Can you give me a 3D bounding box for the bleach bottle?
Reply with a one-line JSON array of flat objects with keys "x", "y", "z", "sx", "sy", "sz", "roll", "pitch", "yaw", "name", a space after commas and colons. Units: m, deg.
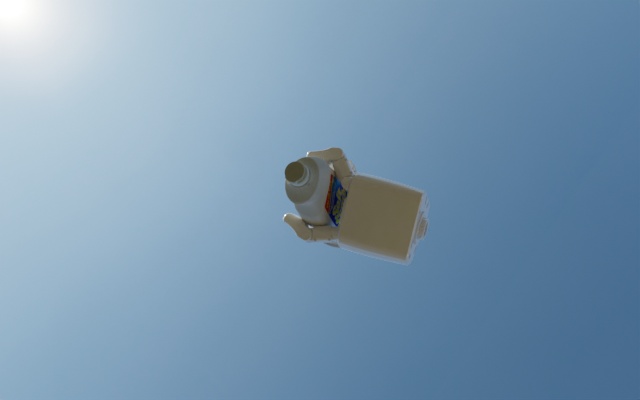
[{"x": 0.000, "y": 0.002, "z": 0.736, "sx": 0.068, "sy": 0.102, "sz": 0.251, "roll": 14, "pitch": -10, "yaw": 21, "name": "bleach bottle"}]
